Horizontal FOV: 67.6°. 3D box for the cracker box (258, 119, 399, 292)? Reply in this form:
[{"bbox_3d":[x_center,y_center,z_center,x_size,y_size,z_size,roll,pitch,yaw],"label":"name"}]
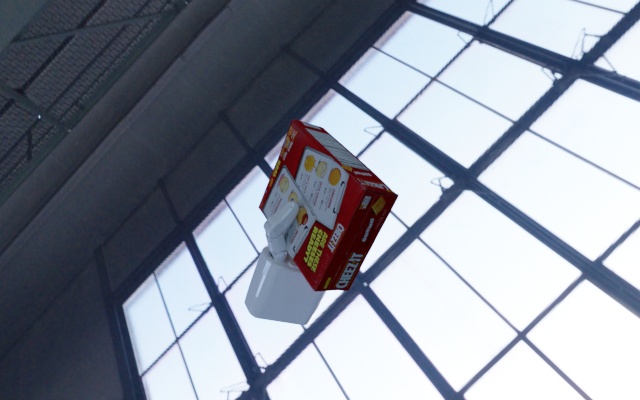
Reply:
[{"bbox_3d":[0.000,0.002,0.700,0.072,0.164,0.213,7,28,-36],"label":"cracker box"}]
